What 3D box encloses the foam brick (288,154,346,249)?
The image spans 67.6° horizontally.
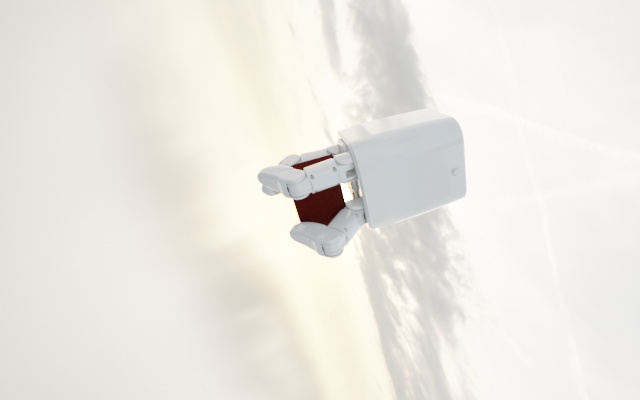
[{"bbox_3d":[0.000,0.002,0.504,0.051,0.078,0.053,-15,35,1],"label":"foam brick"}]
